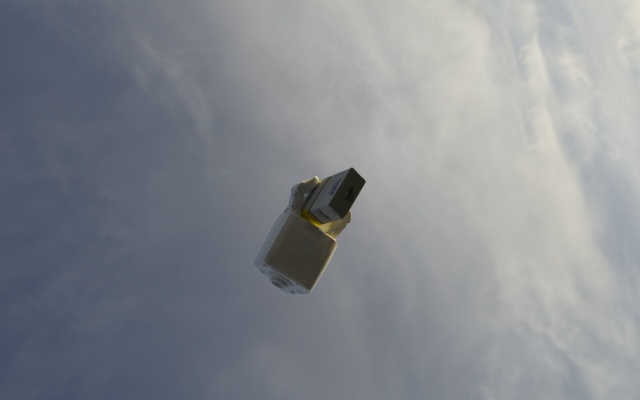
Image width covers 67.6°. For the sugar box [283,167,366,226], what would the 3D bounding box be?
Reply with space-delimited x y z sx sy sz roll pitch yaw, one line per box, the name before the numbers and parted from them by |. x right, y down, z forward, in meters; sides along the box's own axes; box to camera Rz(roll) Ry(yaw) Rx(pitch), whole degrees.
sugar box | 0.000 0.003 0.886 0.048 0.093 0.176 44 -30 -20
